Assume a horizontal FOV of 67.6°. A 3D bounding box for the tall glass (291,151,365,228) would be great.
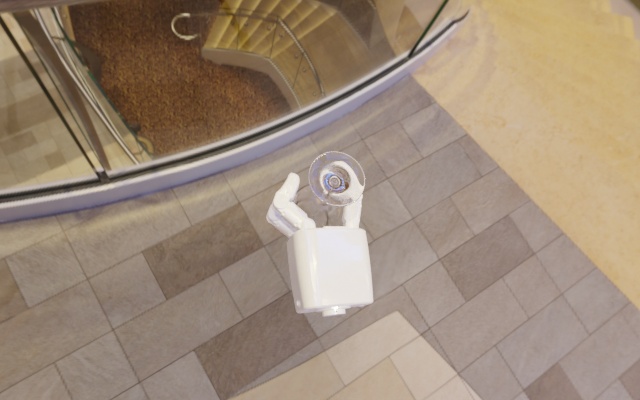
[{"bbox_3d":[0.000,0.002,0.692,0.079,0.079,0.201,0,-17,-13],"label":"tall glass"}]
